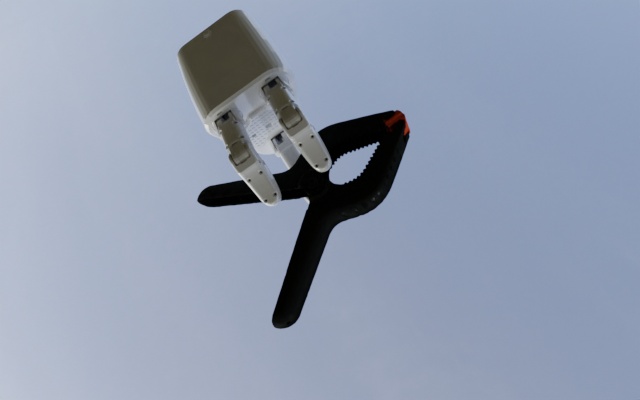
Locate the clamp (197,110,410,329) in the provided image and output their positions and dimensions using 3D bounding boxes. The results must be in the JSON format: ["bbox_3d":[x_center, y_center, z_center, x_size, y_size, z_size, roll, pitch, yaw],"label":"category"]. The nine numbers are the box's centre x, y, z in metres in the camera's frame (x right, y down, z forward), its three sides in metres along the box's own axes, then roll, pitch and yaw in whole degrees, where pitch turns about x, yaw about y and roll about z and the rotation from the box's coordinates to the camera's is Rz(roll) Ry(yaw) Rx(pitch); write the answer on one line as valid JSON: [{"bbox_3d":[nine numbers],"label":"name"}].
[{"bbox_3d":[0.001,0.001,0.432,0.210,0.164,0.036,-33,-28,5],"label":"clamp"}]
